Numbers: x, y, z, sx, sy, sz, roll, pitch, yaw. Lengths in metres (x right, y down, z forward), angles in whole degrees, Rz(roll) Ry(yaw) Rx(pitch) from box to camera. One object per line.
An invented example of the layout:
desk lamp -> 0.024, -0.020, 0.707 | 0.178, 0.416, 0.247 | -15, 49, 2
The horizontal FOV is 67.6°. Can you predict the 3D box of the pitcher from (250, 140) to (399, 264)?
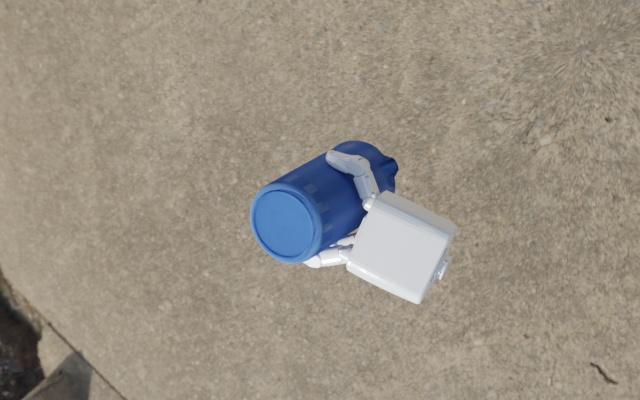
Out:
pitcher -> 0.000, 0.002, 0.693 | 0.145, 0.149, 0.242 | 27, 27, 19
